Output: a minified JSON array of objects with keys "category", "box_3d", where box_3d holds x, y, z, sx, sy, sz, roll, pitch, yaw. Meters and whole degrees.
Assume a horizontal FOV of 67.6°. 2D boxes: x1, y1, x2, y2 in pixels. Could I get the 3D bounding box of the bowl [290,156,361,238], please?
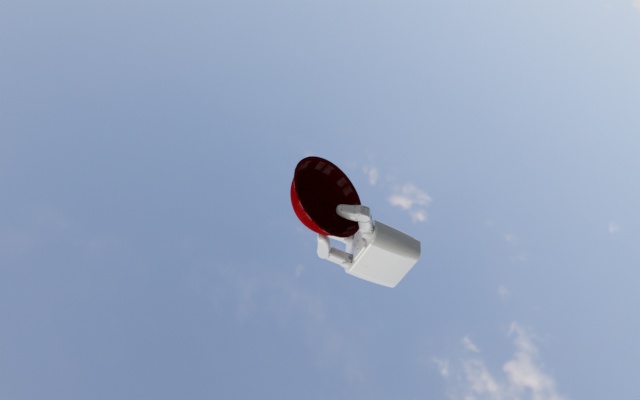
[{"category":"bowl","box_3d":[-0.001,0.002,0.858,0.162,0.162,0.055,0,-26,-47]}]
